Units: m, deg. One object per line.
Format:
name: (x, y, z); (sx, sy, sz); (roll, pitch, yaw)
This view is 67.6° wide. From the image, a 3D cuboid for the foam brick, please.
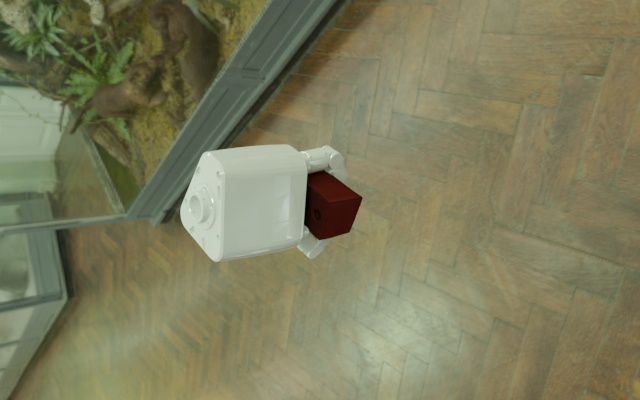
foam brick: (0.000, 0.002, 0.566); (0.051, 0.053, 0.078); (-11, 38, -41)
